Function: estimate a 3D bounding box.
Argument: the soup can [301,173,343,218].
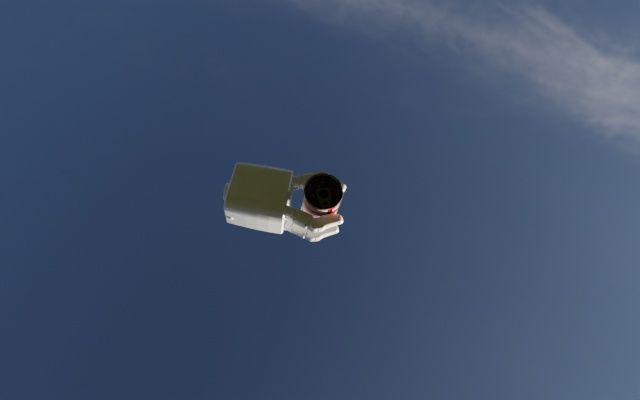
[{"bbox_3d":[0.001,0.003,0.862,0.068,0.068,0.102,0,-22,-7],"label":"soup can"}]
